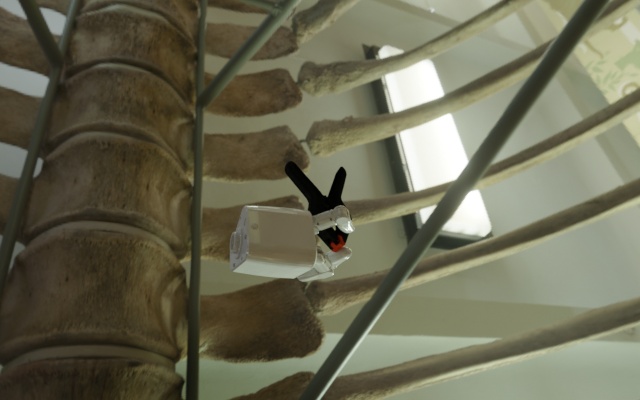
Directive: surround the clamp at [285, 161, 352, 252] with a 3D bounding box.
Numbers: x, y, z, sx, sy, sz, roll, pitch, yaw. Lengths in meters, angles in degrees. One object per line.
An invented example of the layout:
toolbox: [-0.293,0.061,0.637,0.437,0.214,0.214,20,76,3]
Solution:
clamp: [0.000,0.003,0.802,0.120,0.171,0.039,7,-38,-21]
